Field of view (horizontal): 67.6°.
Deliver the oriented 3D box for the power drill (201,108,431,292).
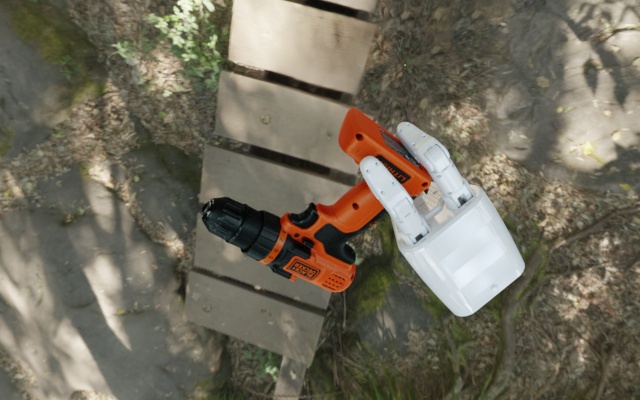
[{"bbox_3d":[0.001,0.001,0.478,0.184,0.188,0.057,29,29,-28],"label":"power drill"}]
